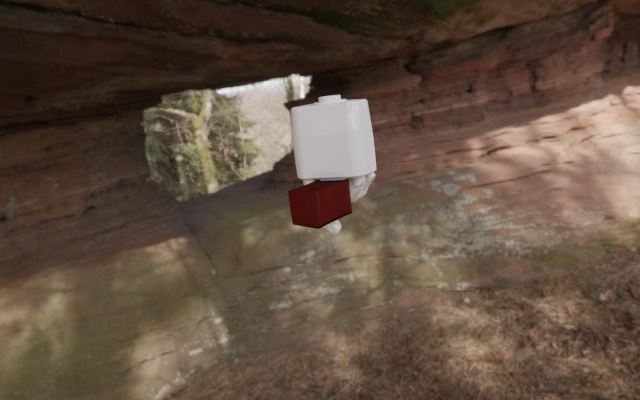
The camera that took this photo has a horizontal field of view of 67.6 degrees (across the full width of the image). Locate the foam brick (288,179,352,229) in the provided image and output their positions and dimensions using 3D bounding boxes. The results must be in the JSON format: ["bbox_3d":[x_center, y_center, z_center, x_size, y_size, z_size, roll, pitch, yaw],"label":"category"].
[{"bbox_3d":[0.000,0.002,0.679,0.053,0.051,0.078,5,19,39],"label":"foam brick"}]
